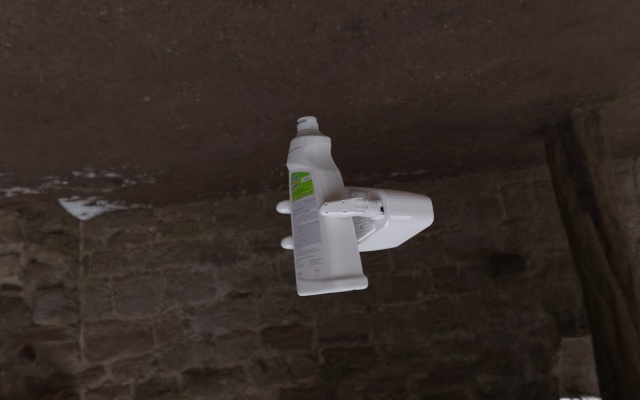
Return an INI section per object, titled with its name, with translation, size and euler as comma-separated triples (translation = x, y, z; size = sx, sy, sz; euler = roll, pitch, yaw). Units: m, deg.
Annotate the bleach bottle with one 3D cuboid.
[bleach bottle]
translation = 0.000, 0.002, 0.670
size = 0.068, 0.250, 0.102
euler = 3, -14, -41
